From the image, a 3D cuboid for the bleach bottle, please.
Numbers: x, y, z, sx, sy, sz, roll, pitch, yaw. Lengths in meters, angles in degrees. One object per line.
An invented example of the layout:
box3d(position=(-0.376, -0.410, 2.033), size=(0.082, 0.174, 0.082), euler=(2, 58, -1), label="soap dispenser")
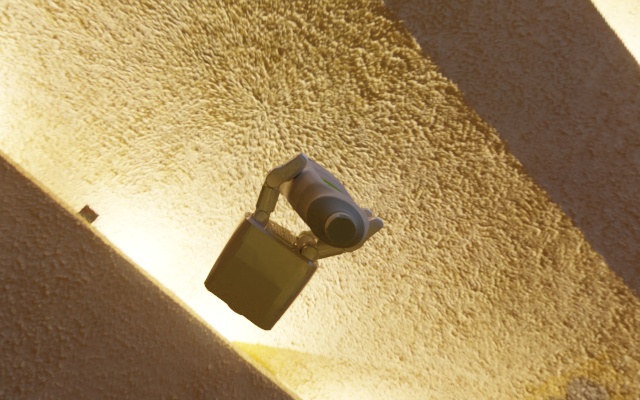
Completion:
box3d(position=(0.000, 0.002, 0.586), size=(0.102, 0.068, 0.250), euler=(34, 5, -11), label="bleach bottle")
